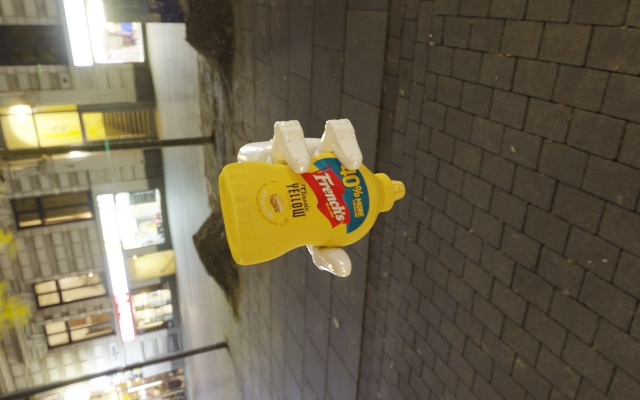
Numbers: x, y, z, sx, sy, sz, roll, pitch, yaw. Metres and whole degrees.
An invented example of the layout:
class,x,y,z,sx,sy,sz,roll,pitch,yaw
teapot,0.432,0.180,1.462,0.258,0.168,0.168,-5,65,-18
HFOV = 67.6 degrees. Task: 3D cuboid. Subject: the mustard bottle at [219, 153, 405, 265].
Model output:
class,x,y,z,sx,sy,sz,roll,pitch,yaw
mustard bottle,0.000,0.002,0.484,0.191,0.096,0.058,-9,-13,-22
